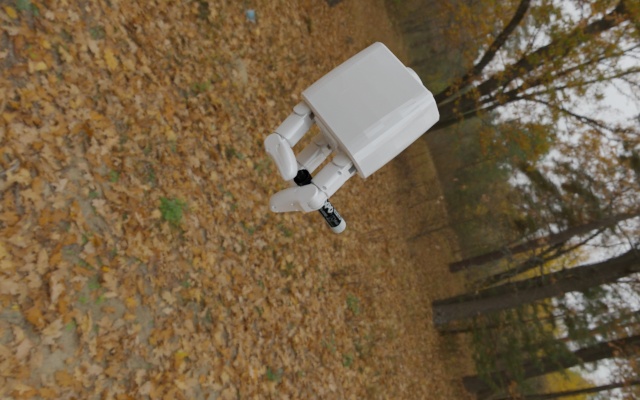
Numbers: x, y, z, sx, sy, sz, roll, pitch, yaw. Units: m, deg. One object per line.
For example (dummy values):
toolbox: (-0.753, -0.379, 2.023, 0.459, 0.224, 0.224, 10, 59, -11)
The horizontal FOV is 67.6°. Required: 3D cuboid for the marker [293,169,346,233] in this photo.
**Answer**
marker: (0.000, 0.002, 0.541, 0.020, 0.020, 0.121, 0, -30, 26)
